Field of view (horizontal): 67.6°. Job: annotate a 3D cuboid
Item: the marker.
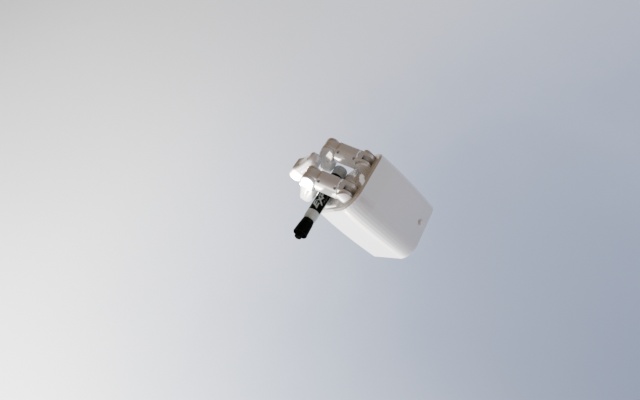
[{"bbox_3d":[0.000,0.002,0.617,0.020,0.121,0.020,23,-32,16],"label":"marker"}]
